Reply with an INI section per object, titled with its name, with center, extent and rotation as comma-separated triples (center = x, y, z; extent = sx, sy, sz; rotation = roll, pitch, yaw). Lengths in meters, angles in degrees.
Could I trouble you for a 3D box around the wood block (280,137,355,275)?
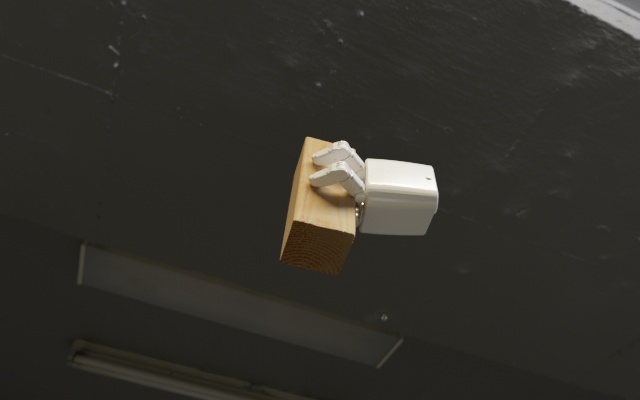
[wood block]
center = 0.000, 0.003, 0.743
extent = 0.090, 0.091, 0.206
rotation = 14, 39, -7
